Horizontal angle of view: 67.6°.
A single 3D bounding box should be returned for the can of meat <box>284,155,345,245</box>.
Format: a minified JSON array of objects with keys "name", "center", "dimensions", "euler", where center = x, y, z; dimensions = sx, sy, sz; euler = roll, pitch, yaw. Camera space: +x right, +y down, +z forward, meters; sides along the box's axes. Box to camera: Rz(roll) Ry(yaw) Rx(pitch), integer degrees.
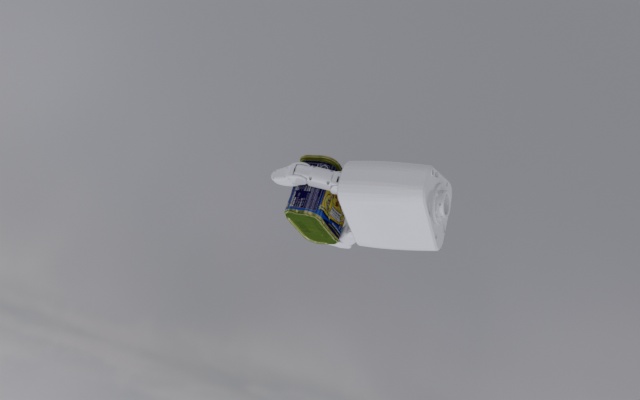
[{"name":"can of meat","center":[0.000,0.002,0.635],"dimensions":[0.057,0.084,0.102],"euler":[5,-26,27]}]
